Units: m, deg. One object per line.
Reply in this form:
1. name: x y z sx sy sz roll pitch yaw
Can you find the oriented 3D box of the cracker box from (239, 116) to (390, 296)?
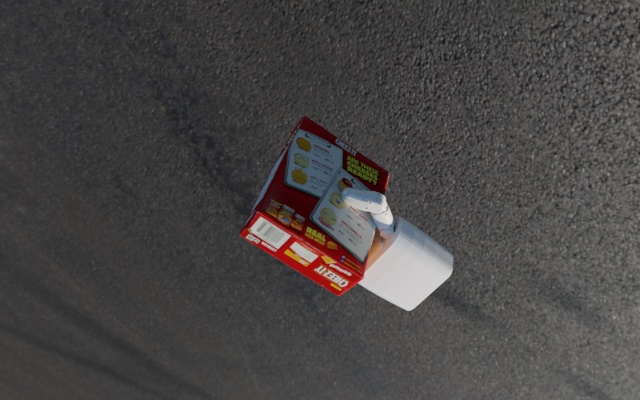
1. cracker box: 0.000 0.002 0.680 0.164 0.213 0.072 33 -46 -12
